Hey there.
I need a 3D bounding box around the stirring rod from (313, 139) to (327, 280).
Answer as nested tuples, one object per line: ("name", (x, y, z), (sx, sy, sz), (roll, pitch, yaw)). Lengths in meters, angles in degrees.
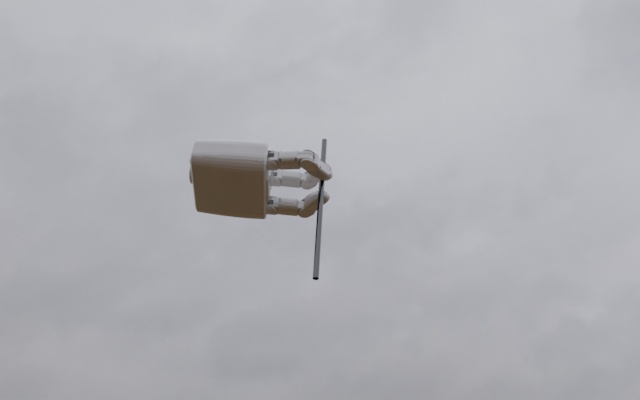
("stirring rod", (0.000, 0.002, 0.671), (0.011, 0.239, 0.011), (2, -37, 2))
